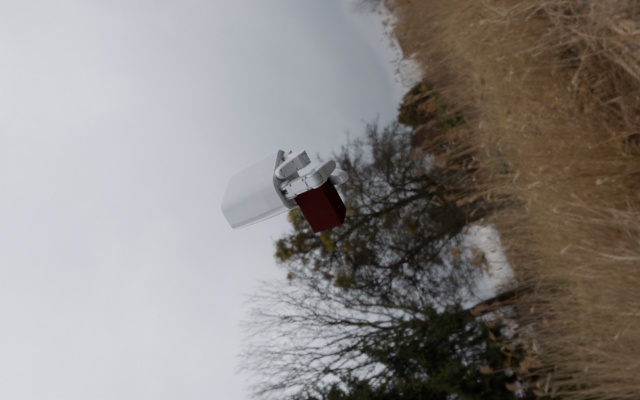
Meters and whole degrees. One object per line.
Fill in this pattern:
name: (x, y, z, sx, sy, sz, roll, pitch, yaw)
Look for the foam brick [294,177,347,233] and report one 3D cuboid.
foam brick: (0.000, 0.003, 0.756, 0.051, 0.078, 0.053, -23, 17, 19)
